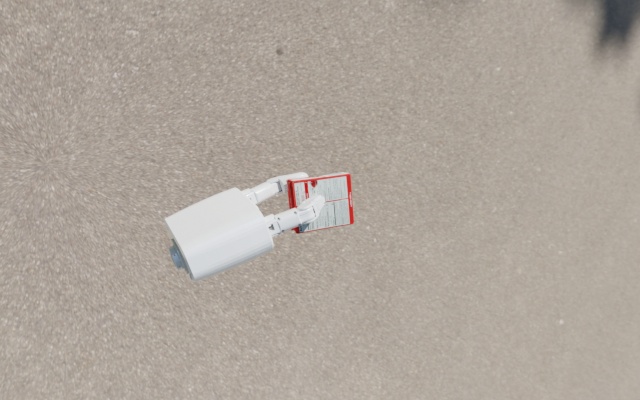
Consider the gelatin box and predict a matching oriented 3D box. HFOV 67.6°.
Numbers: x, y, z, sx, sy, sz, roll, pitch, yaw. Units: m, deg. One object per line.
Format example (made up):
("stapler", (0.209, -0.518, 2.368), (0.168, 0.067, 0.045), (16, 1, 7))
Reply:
("gelatin box", (0.001, 0.002, 0.667), (0.089, 0.073, 0.030), (-9, 11, -19))
